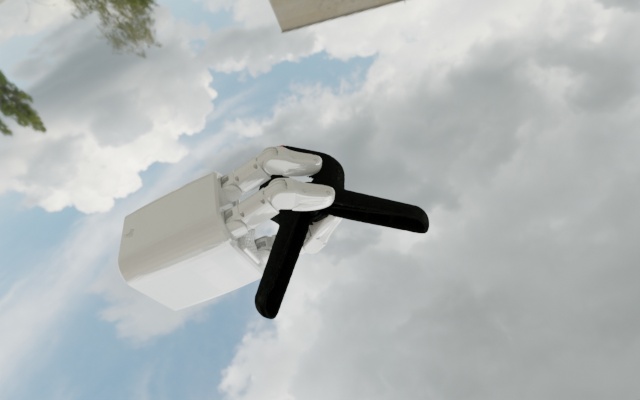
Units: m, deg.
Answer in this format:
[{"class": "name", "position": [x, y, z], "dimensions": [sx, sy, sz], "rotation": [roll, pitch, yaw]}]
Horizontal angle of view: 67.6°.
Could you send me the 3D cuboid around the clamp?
[{"class": "clamp", "position": [0.000, 0.002, 0.470], "dimensions": [0.164, 0.036, 0.209], "rotation": [-24, 40, 4]}]
